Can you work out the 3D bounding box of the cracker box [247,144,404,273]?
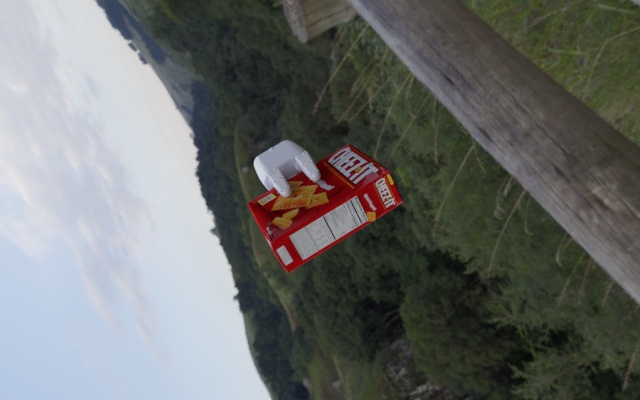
[{"bbox_3d":[0.000,0.003,0.785,0.213,0.072,0.164,-31,29,-6],"label":"cracker box"}]
